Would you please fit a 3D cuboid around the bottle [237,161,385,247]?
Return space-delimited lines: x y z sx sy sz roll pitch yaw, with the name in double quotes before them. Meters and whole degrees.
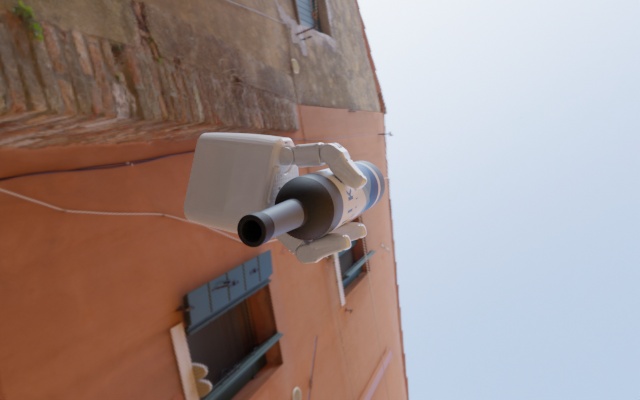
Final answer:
"bottle" 0.000 0.002 0.520 0.069 0.069 0.295 0 9 23
